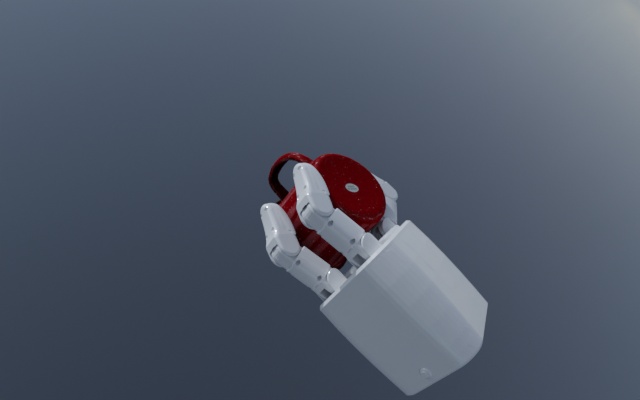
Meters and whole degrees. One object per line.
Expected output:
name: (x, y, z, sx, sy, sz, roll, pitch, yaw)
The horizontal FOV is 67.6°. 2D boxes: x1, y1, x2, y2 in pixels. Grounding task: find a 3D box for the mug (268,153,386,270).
mug: (-0.001, 0.000, 0.457, 0.081, 0.117, 0.093, -51, -9, 38)
